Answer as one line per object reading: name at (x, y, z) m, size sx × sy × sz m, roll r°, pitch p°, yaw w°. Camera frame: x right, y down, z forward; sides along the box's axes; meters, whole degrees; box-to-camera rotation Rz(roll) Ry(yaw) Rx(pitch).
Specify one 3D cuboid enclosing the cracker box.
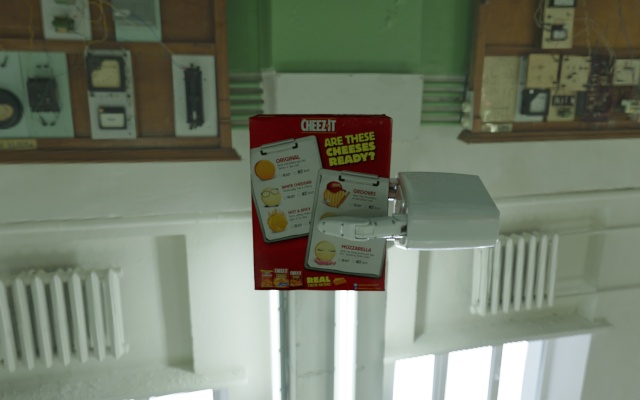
cracker box at (0.000, 0.002, 0.589) m, size 0.164 × 0.214 × 0.072 m, roll 0°, pitch 14°, yaw 0°
